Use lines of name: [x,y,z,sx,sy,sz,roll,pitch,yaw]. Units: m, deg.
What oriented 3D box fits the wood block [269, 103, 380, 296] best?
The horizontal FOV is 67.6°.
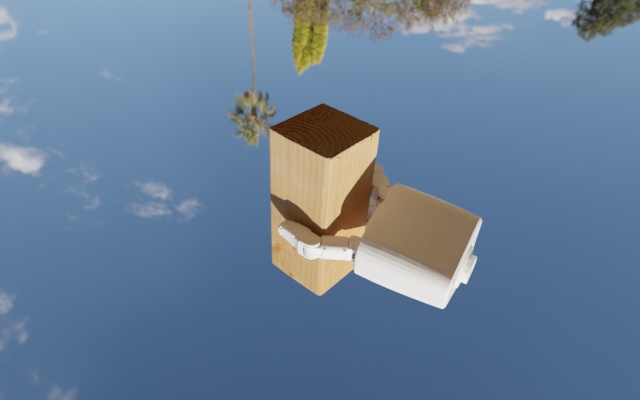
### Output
wood block: [0.000,0.002,0.582,0.090,0.206,0.090,30,45,30]
